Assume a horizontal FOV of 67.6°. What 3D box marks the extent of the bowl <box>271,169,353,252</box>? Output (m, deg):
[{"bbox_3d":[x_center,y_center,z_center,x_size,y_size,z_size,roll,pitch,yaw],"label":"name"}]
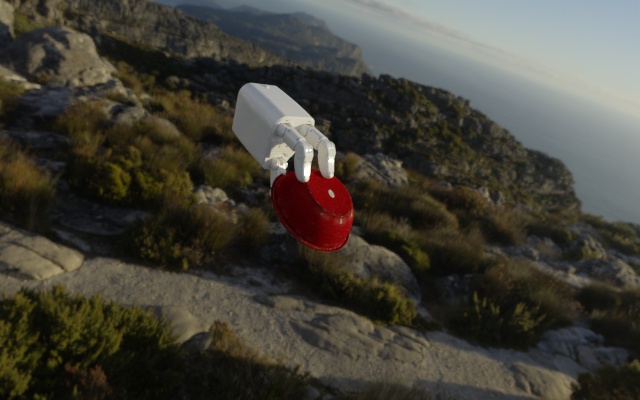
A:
[{"bbox_3d":[0.001,0.003,0.785,0.162,0.162,0.055,0,-34,-46],"label":"bowl"}]
